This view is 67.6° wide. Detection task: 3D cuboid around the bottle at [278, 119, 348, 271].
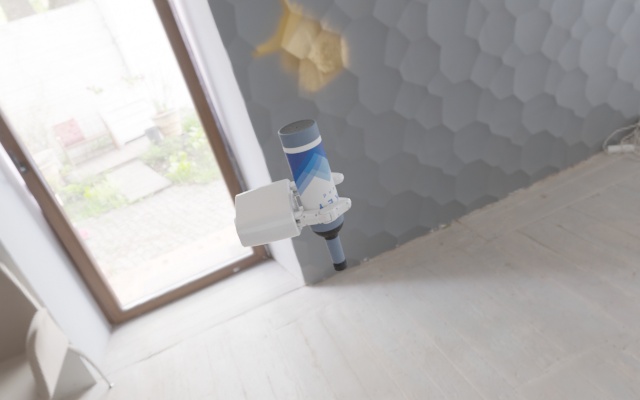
[{"bbox_3d":[0.000,0.003,0.862,0.069,0.296,0.069,-14,26,7],"label":"bottle"}]
